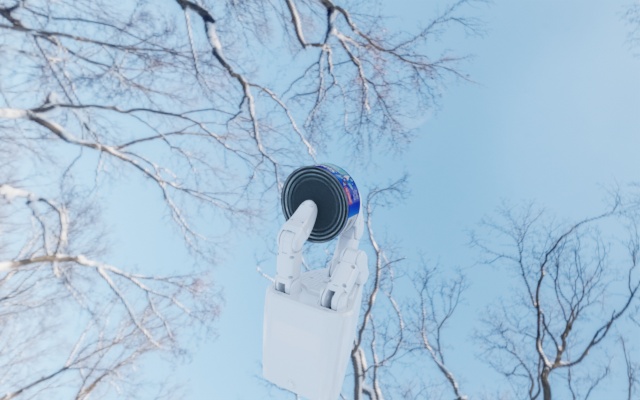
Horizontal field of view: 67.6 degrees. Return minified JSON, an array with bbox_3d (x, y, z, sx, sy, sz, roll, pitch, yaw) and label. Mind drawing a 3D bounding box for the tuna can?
[{"bbox_3d":[0.000,0.002,0.527,0.086,0.086,0.033,0,12,32],"label":"tuna can"}]
